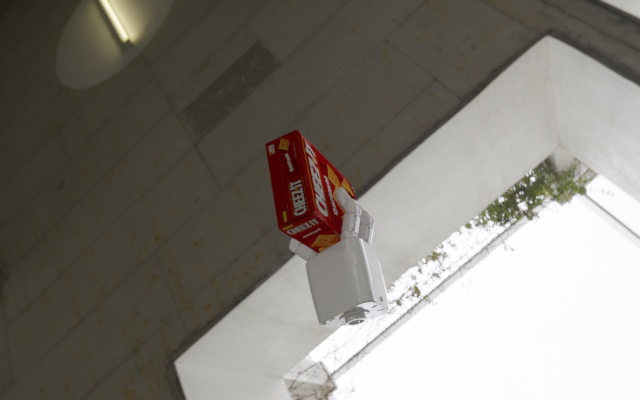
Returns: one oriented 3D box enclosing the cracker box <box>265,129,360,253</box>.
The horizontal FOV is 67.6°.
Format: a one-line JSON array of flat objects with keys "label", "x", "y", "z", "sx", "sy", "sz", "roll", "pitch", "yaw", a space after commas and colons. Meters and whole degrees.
[{"label": "cracker box", "x": 0.000, "y": 0.003, "z": 0.816, "sx": 0.072, "sy": 0.164, "sz": 0.214, "roll": -24, "pitch": -32, "yaw": 18}]
